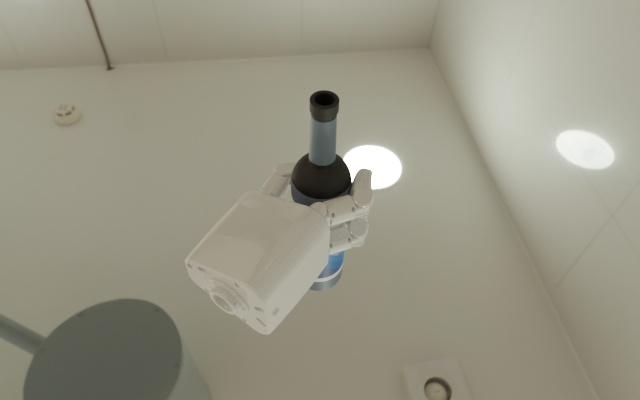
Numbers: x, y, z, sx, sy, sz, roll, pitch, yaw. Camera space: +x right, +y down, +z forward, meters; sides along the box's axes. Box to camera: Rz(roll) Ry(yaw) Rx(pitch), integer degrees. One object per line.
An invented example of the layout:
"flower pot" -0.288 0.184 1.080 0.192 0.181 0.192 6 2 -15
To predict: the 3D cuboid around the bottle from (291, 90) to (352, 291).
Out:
"bottle" 0.000 0.002 0.548 0.069 0.069 0.296 0 -40 -2
